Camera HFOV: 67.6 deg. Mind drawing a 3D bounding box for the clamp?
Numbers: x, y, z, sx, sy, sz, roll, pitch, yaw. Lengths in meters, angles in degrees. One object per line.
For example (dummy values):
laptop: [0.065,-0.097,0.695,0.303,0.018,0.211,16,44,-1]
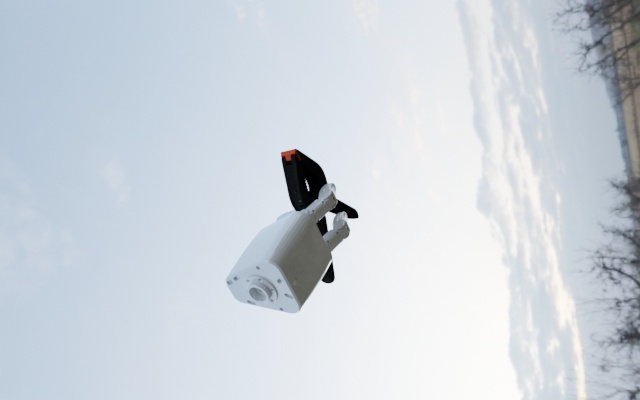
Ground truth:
clamp: [-0.001,0.002,0.759,0.036,0.210,0.164,-10,28,30]
